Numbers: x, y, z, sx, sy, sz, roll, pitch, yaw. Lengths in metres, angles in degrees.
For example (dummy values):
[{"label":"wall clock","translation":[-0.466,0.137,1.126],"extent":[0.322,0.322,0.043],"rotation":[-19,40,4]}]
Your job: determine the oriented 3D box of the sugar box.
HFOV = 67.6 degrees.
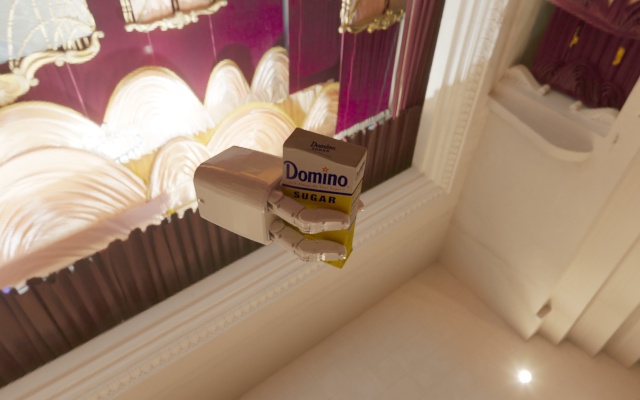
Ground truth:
[{"label":"sugar box","translation":[0.000,0.002,0.598],"extent":[0.093,0.176,0.048],"rotation":[18,47,16]}]
